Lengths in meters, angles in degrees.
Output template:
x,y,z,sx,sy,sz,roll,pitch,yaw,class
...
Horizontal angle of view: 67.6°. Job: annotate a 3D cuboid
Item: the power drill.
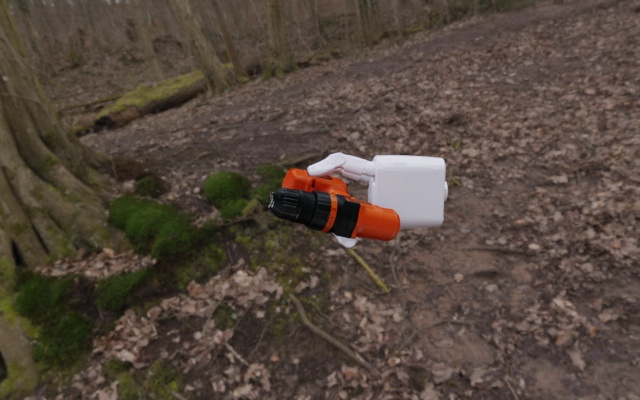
x,y,z,sx,sy,sz,roll,pitch,yaw,class
0.000,0.002,0.690,0.184,0.057,0.187,14,11,-20,power drill
